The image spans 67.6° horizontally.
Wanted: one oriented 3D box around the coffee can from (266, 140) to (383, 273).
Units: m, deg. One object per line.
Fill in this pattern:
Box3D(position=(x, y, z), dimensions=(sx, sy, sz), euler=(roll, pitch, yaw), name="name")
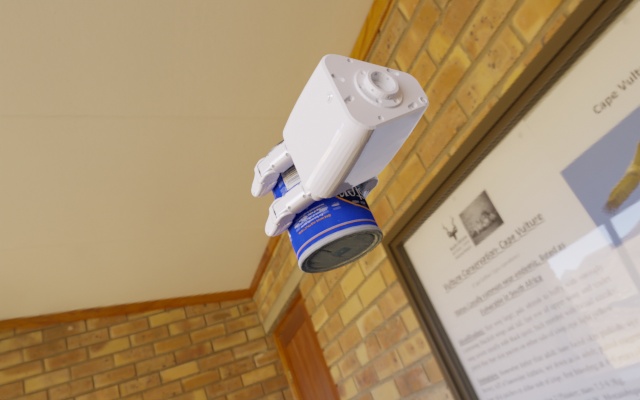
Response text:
Box3D(position=(0.000, 0.002, 0.574), dimensions=(0.103, 0.140, 0.103), euler=(-19, -25, -9), name="coffee can")
